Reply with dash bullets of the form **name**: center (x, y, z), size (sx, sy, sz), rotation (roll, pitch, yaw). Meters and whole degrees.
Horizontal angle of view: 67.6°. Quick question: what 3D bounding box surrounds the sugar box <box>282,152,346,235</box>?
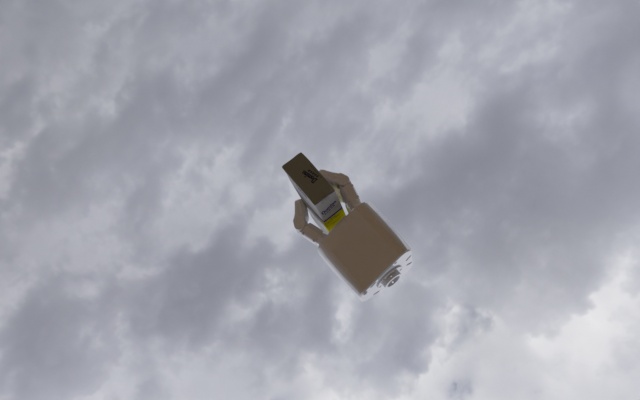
- **sugar box**: center (0.001, 0.002, 0.791), size (0.048, 0.093, 0.176), rotation (-37, -28, -8)
